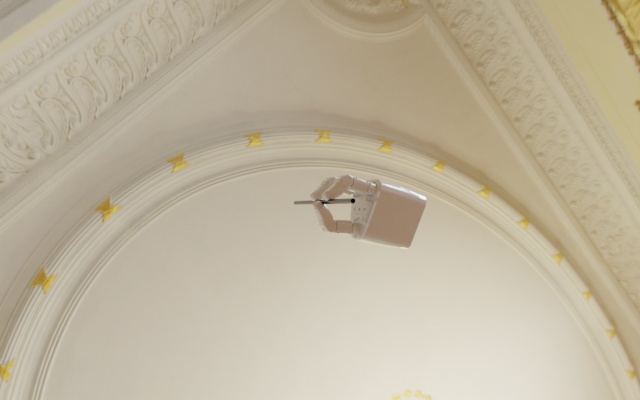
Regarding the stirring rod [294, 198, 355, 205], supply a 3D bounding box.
[{"bbox_3d":[0.000,0.003,0.828,0.011,0.011,0.239,0,-1,-24],"label":"stirring rod"}]
